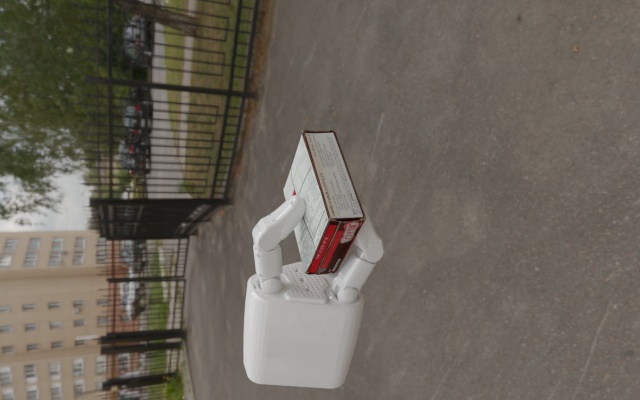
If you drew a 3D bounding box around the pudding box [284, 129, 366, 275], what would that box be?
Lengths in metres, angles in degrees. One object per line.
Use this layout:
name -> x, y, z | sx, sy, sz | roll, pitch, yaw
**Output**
pudding box -> 0.000, 0.002, 0.461 | 0.039, 0.113, 0.090 | -2, -38, -22
